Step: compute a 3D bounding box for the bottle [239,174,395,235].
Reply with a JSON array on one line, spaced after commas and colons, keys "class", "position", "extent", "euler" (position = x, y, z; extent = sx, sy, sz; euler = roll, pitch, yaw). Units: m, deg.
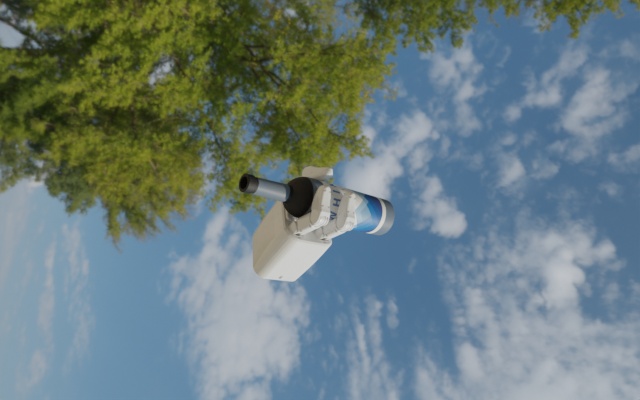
[{"class": "bottle", "position": [0.000, 0.003, 0.772], "extent": [0.296, 0.069, 0.069], "euler": [14, -9, -40]}]
